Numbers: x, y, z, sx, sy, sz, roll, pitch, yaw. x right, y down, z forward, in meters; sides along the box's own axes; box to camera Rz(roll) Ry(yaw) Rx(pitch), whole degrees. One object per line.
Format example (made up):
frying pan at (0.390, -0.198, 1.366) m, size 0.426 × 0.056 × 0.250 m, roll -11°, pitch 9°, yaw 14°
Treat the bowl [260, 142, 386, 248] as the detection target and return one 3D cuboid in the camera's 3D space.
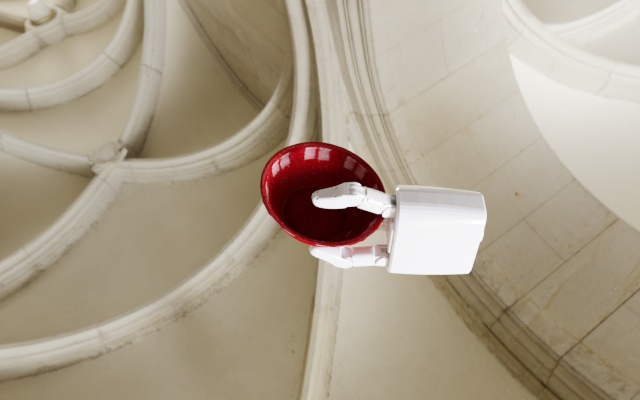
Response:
bowl at (-0.001, 0.002, 0.611) m, size 0.162 × 0.162 × 0.055 m, roll 0°, pitch -35°, yaw -16°
